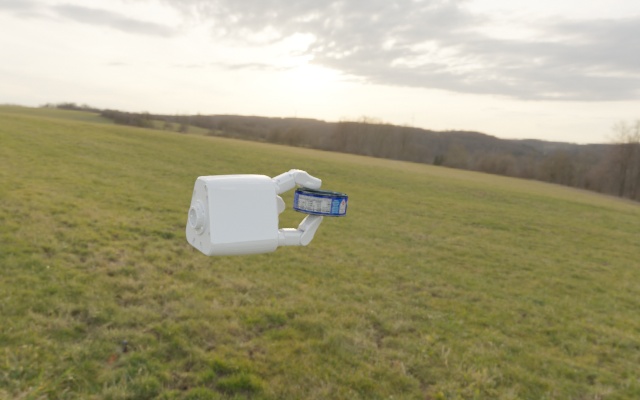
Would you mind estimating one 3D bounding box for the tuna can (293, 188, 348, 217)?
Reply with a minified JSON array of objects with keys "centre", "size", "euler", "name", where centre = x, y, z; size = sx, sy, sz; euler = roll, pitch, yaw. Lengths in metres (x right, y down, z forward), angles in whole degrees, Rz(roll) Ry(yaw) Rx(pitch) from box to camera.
[{"centre":[0.000,0.002,0.754],"size":[0.086,0.034,0.086],"euler":[7,6,-1],"name":"tuna can"}]
